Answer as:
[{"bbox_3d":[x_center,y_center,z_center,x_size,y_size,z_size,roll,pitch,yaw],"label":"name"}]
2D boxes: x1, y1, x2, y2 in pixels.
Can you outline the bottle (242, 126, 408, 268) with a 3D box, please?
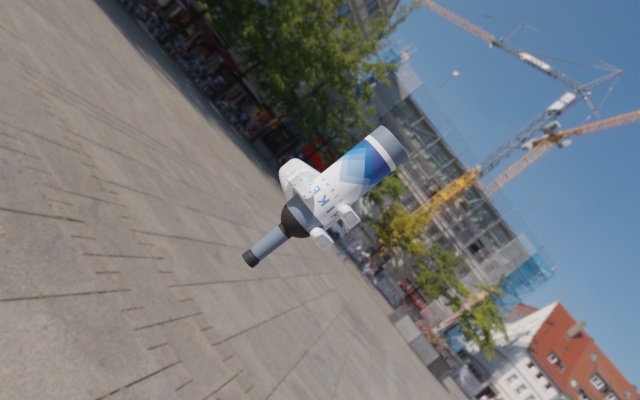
[{"bbox_3d":[0.000,0.002,0.741,0.296,0.069,0.069,-39,-1,1],"label":"bottle"}]
